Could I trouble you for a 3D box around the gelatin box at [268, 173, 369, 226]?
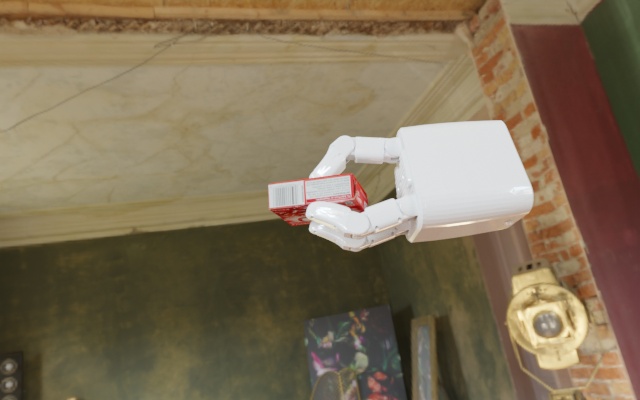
[{"bbox_3d":[0.000,0.001,0.489,0.089,0.030,0.073,-7,-17,14],"label":"gelatin box"}]
